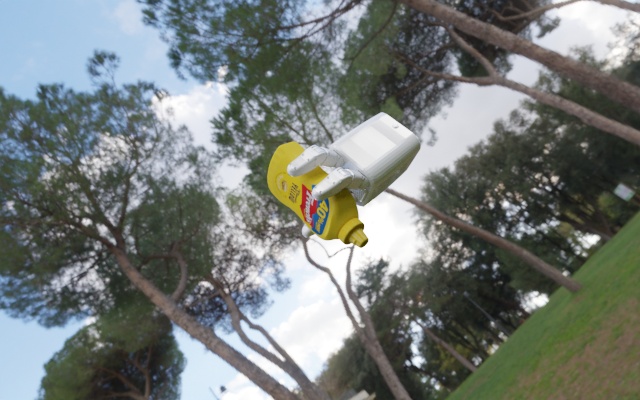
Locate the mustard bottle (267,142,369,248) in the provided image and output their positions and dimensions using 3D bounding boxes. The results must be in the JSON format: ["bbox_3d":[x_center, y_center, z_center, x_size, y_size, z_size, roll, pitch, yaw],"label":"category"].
[{"bbox_3d":[0.000,0.002,0.701,0.058,0.096,0.191,-22,52,-39],"label":"mustard bottle"}]
